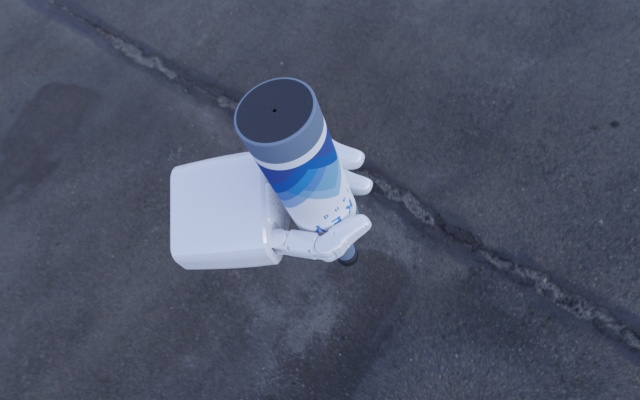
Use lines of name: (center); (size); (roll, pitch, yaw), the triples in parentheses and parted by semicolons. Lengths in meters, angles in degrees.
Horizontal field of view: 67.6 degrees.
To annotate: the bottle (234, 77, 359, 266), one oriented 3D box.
bottle: (0.000, 0.001, 0.487); (0.069, 0.069, 0.296); (0, -29, 16)
